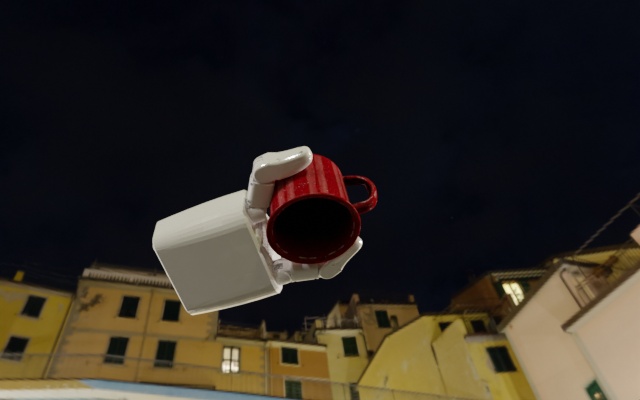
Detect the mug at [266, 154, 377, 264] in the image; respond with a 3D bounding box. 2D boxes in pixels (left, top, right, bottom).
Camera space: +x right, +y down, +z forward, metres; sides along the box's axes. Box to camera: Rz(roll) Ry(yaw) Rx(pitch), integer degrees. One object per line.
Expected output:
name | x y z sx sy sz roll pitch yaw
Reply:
mug | 0.001 0.001 0.495 0.117 0.093 0.081 -16 39 4
